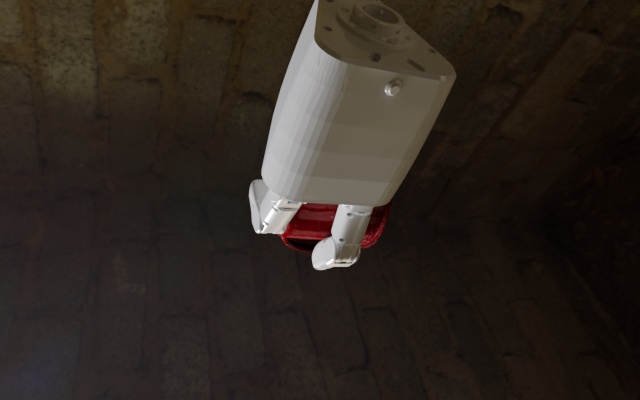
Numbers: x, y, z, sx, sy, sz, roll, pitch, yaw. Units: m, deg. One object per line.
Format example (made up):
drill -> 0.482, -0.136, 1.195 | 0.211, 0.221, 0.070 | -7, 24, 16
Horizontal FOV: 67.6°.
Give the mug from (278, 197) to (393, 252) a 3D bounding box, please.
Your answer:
mug -> -0.001, 0.002, 0.420 | 0.081, 0.117, 0.093 | 5, 43, -22
